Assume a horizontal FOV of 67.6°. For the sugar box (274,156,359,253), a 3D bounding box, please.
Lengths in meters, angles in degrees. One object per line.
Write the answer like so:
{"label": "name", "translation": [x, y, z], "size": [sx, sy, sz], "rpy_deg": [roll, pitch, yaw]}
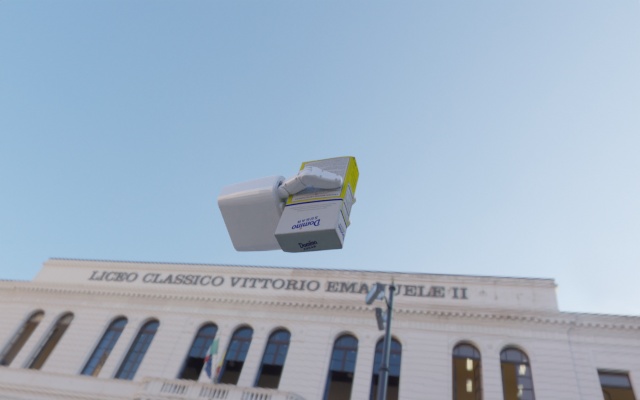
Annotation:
{"label": "sugar box", "translation": [0.000, 0.003, 0.721], "size": [0.093, 0.048, 0.176], "rpy_deg": [-6, 40, 20]}
